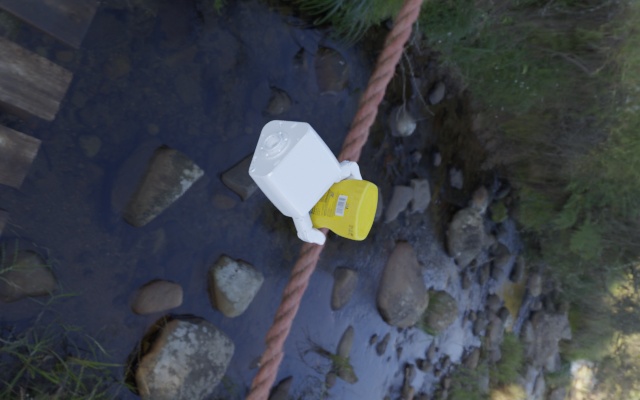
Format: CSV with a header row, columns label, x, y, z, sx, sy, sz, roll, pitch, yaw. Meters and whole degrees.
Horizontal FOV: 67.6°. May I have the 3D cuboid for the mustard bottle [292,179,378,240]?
label,x,y,z,sx,sy,sz,roll,pitch,yaw
mustard bottle,0.001,0.003,0.816,0.191,0.096,0.058,12,-2,37
